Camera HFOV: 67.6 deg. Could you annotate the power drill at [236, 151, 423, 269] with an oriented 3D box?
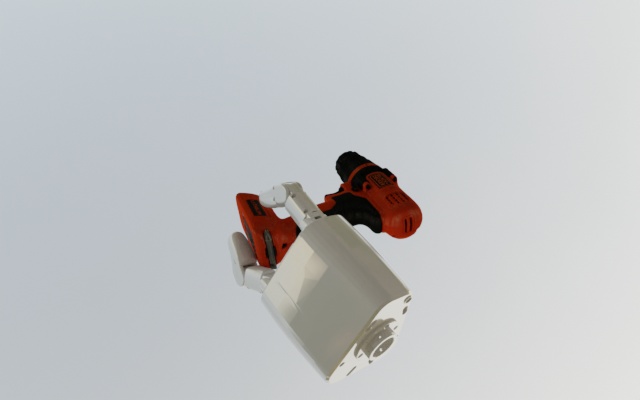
[{"bbox_3d":[0.000,0.002,0.563,0.187,0.057,0.184,-17,30,-13],"label":"power drill"}]
